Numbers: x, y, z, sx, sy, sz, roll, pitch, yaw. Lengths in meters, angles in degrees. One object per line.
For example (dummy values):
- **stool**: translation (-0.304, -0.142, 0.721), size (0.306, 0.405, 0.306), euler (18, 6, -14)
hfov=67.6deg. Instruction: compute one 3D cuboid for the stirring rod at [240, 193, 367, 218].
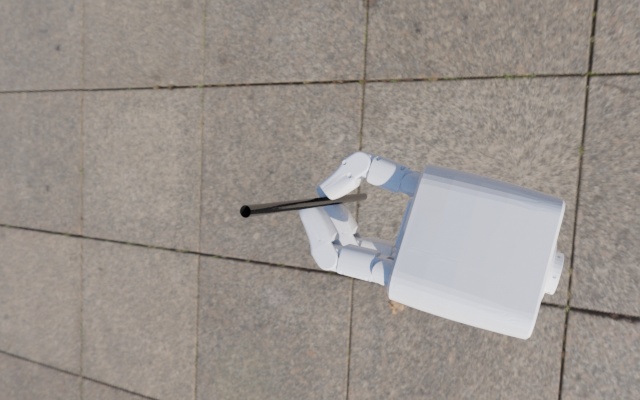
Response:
- **stirring rod**: translation (0.000, 0.001, 0.408), size (0.011, 0.011, 0.239), euler (0, 3, 23)
